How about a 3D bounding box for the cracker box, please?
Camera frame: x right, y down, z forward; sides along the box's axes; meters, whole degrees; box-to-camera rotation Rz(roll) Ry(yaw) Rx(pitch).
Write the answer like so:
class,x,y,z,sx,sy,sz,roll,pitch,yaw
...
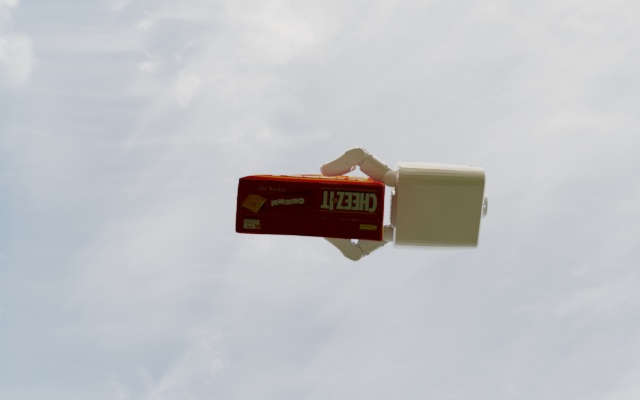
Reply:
class,x,y,z,sx,sy,sz,roll,pitch,yaw
cracker box,0.000,0.002,0.619,0.164,0.072,0.213,2,3,7
